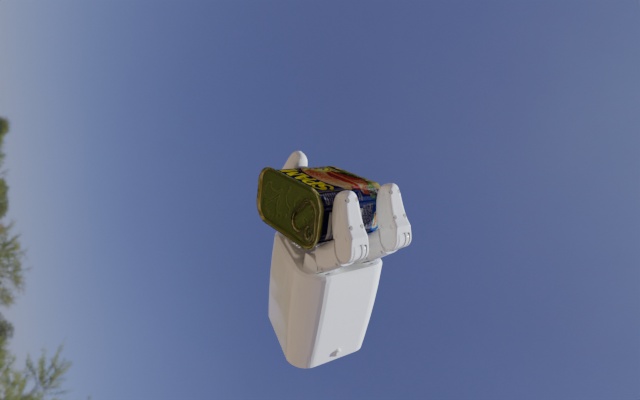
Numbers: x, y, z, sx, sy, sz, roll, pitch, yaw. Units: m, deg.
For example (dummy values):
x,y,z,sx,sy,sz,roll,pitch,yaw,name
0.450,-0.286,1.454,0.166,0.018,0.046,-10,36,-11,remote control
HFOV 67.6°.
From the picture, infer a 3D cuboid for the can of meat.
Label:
x,y,z,sx,sy,sz,roll,pitch,yaw,name
0.000,0.001,0.466,0.084,0.057,0.102,-7,22,-37,can of meat
